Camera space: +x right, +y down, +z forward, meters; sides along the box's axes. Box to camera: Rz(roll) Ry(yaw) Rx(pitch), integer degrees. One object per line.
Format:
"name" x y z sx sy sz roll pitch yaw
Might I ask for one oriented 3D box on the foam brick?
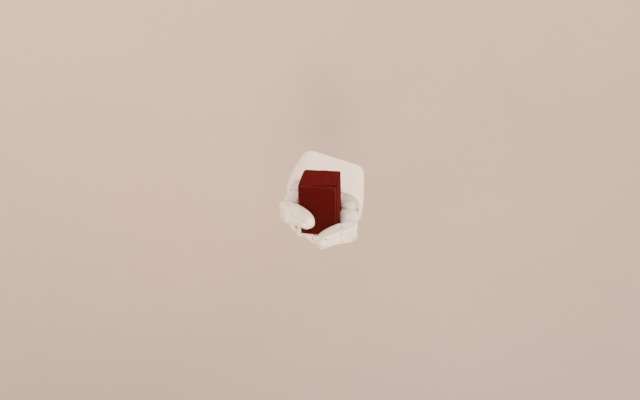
"foam brick" 0.000 0.002 0.660 0.053 0.078 0.051 3 31 8
